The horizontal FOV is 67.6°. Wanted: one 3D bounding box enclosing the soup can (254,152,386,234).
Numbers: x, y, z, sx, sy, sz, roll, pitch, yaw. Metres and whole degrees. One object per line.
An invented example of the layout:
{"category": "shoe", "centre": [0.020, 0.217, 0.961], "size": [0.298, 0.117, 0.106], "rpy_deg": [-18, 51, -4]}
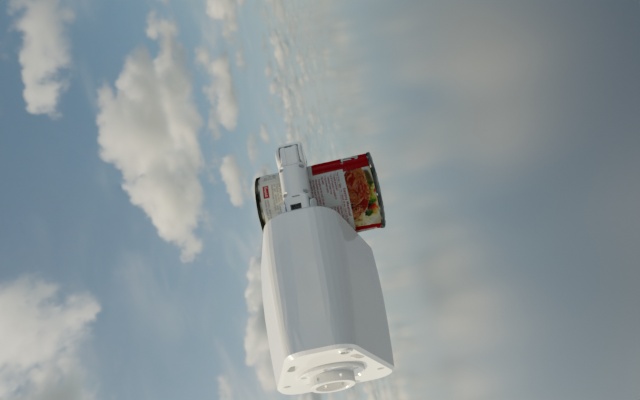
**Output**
{"category": "soup can", "centre": [0.000, 0.001, 0.420], "size": [0.102, 0.068, 0.068], "rpy_deg": [-12, -1, 3]}
